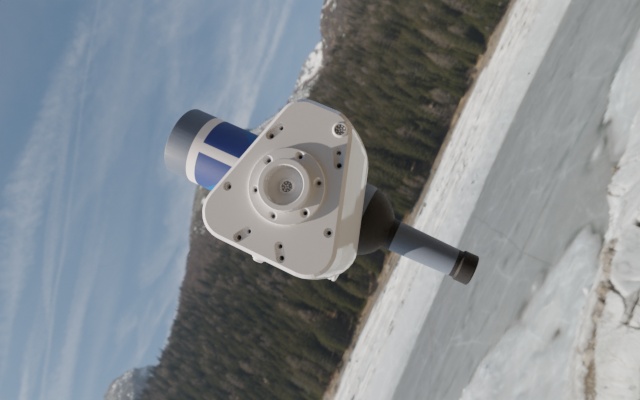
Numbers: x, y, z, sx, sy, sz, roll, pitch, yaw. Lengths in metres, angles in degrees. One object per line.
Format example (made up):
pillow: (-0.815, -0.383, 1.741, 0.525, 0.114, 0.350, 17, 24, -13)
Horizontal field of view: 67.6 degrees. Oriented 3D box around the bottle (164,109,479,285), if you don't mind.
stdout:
bottle: (0.000, 0.001, 0.440, 0.295, 0.069, 0.069, 24, 4, 10)
